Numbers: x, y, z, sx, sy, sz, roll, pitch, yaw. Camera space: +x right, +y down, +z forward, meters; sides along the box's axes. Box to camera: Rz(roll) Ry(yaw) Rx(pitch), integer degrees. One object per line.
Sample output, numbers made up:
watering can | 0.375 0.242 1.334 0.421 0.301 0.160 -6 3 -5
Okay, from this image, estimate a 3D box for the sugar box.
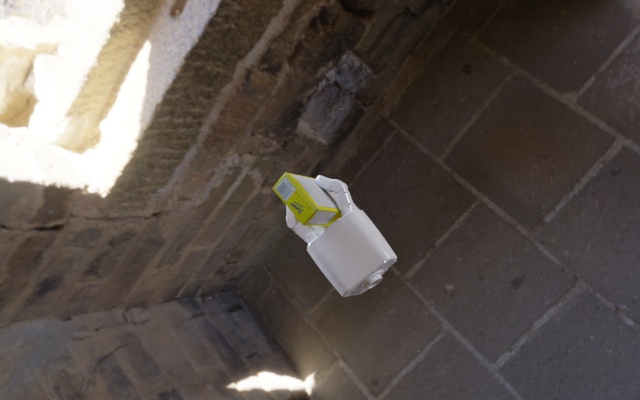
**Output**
sugar box | 0.000 0.003 0.862 0.093 0.048 0.176 50 17 24
